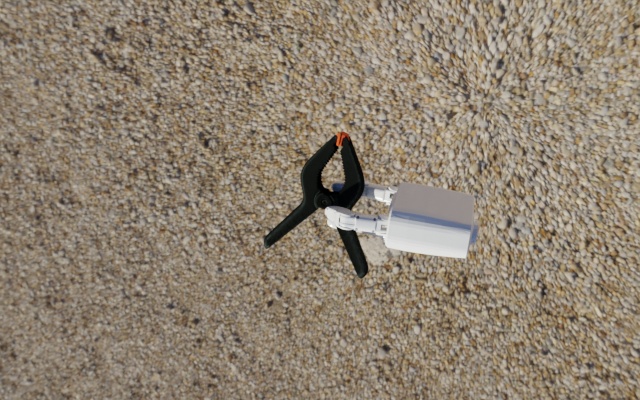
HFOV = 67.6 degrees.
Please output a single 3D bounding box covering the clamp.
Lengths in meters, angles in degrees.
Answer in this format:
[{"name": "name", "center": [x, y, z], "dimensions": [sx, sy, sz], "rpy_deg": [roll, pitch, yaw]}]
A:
[{"name": "clamp", "center": [0.000, 0.002, 0.699], "dimensions": [0.164, 0.210, 0.036], "rpy_deg": [9, 14, 12]}]
